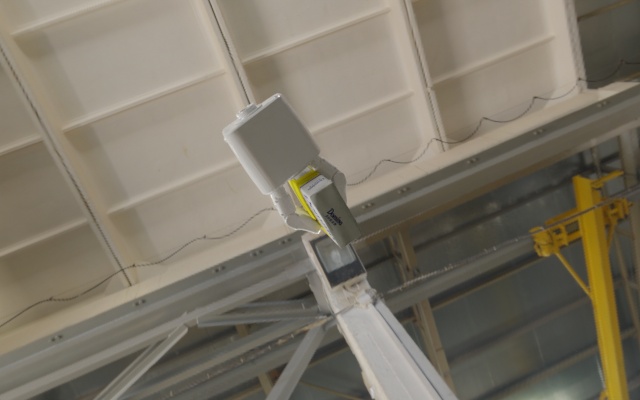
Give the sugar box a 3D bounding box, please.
[{"bbox_3d":[0.000,0.003,0.735,0.048,0.093,0.176,-33,19,-4],"label":"sugar box"}]
